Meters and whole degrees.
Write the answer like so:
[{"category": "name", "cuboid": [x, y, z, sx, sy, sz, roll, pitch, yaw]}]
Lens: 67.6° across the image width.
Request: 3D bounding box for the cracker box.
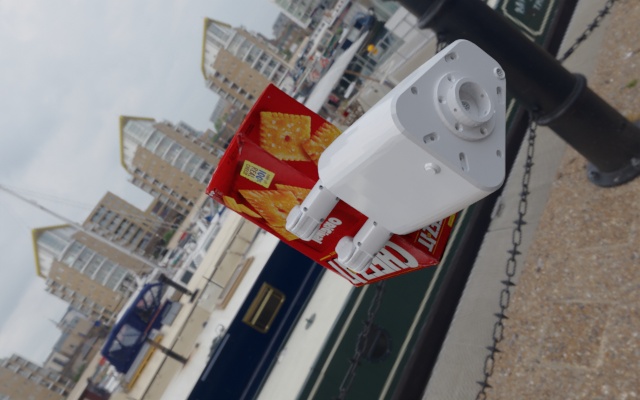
[{"category": "cracker box", "cuboid": [0.000, 0.001, 0.486, 0.214, 0.072, 0.164, 33, -27, -11]}]
